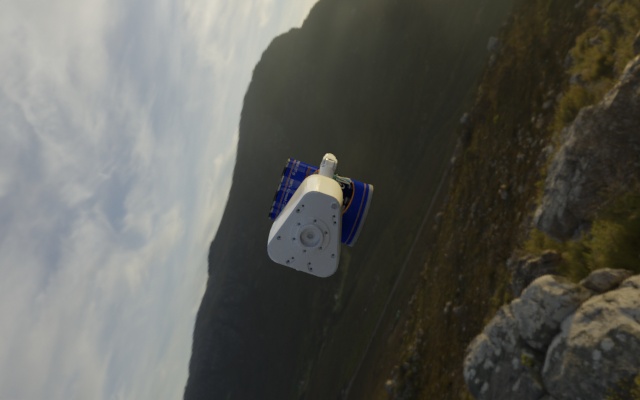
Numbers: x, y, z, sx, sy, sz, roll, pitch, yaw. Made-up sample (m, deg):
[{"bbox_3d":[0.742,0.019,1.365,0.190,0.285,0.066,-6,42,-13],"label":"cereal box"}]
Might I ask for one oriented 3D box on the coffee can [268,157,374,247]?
[{"bbox_3d":[0.000,0.002,0.753,0.140,0.103,0.103,19,-1,-3],"label":"coffee can"}]
